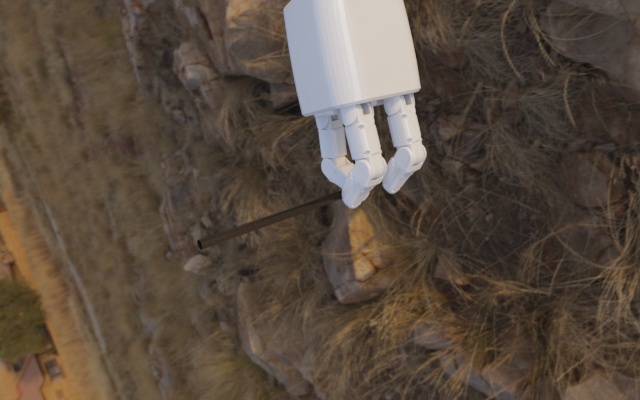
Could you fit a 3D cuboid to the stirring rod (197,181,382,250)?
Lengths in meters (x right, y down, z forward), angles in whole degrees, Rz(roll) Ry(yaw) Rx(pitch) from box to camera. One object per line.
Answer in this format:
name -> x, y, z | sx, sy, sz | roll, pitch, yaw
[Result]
stirring rod -> 0.000, 0.001, 0.433 | 0.239, 0.011, 0.011 | -19, 12, -36
